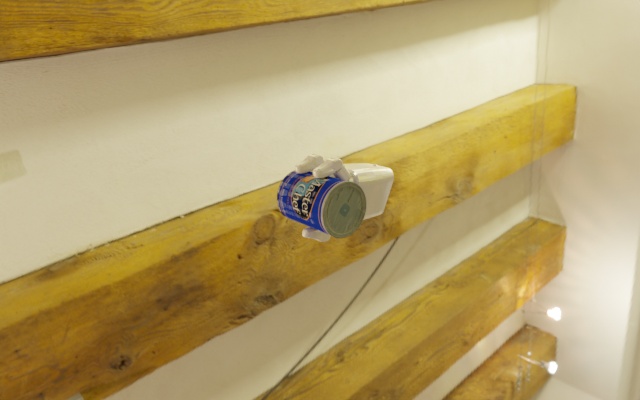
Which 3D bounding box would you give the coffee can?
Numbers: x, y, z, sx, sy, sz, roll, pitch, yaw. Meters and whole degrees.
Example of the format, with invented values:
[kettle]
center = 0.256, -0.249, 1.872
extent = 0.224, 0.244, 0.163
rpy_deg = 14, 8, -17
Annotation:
[coffee can]
center = 0.000, 0.003, 0.885
extent = 0.103, 0.103, 0.140
rpy_deg = 0, 12, -40
